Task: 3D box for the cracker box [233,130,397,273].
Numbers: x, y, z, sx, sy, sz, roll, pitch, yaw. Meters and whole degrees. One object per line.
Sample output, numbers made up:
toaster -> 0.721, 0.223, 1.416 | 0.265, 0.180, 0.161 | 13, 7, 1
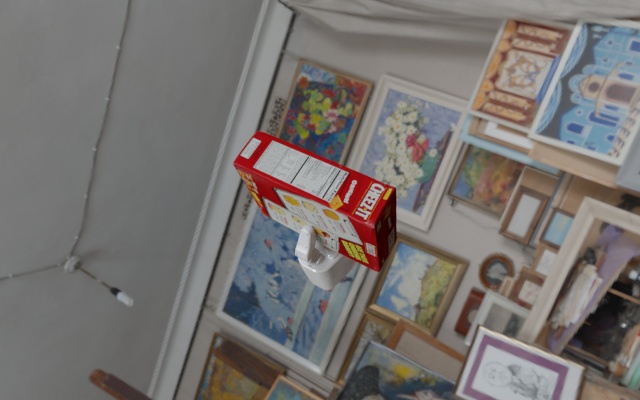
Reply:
cracker box -> 0.000, 0.002, 0.676 | 0.213, 0.072, 0.164 | 24, -21, 20
